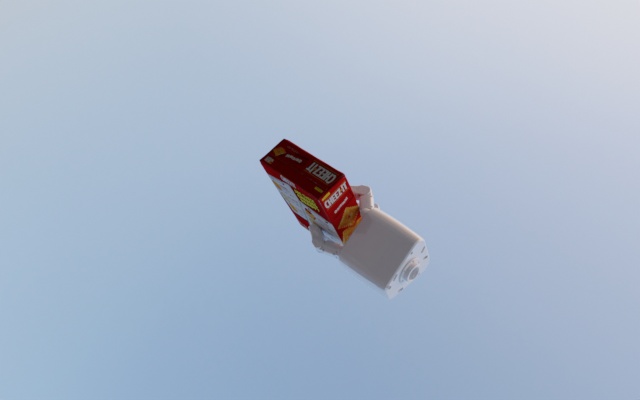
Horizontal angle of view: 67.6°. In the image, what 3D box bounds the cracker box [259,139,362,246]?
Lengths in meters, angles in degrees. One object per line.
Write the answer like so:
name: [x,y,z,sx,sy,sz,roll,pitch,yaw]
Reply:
cracker box: [0.000,0.003,0.876,0.164,0.072,0.214,33,-18,37]
